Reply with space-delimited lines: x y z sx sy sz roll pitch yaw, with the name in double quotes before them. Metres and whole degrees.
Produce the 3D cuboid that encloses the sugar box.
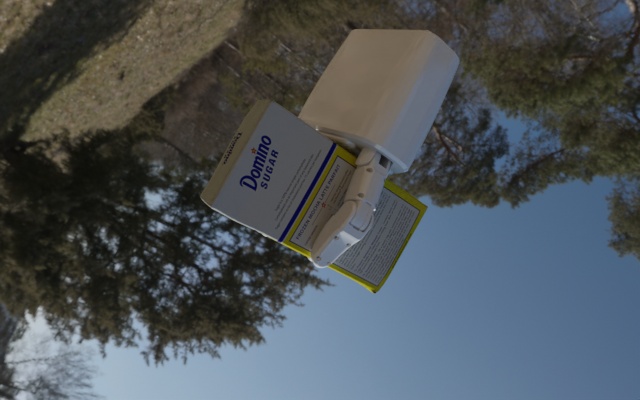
"sugar box" 0.000 0.001 0.402 0.176 0.093 0.048 32 -3 -26
